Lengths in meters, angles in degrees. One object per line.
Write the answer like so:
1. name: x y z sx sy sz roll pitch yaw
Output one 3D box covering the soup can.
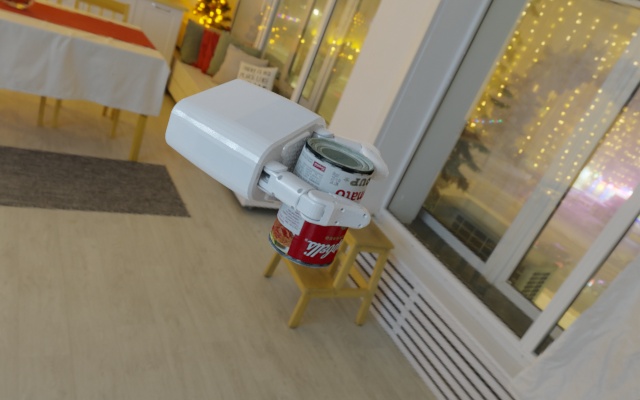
1. soup can: 0.001 0.001 0.442 0.068 0.102 0.068 20 22 -8
